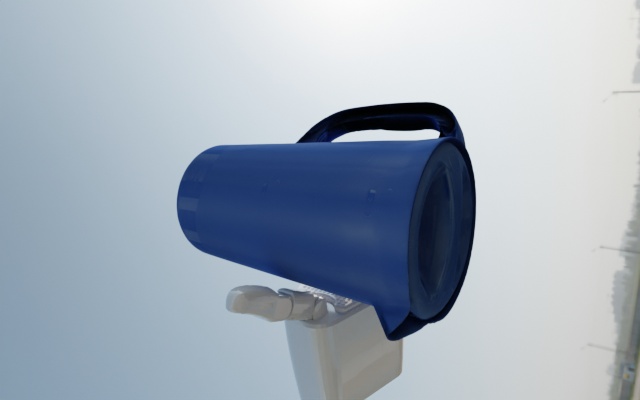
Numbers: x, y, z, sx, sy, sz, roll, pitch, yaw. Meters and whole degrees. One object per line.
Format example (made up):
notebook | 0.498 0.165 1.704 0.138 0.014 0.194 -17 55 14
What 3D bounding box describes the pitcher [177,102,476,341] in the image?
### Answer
pitcher | 0.000 0.002 0.405 0.243 0.145 0.149 7 24 34
